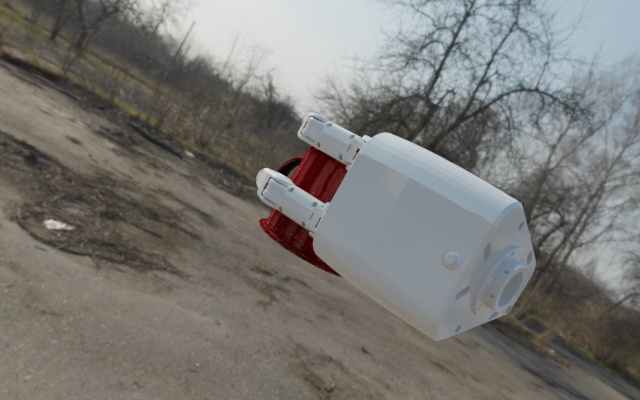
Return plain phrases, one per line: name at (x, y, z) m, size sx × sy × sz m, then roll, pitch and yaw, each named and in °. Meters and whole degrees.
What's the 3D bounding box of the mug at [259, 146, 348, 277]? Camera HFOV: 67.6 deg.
mug at (-0.001, 0.001, 0.415) m, size 0.117 × 0.081 × 0.093 m, roll 35°, pitch 6°, yaw 39°
